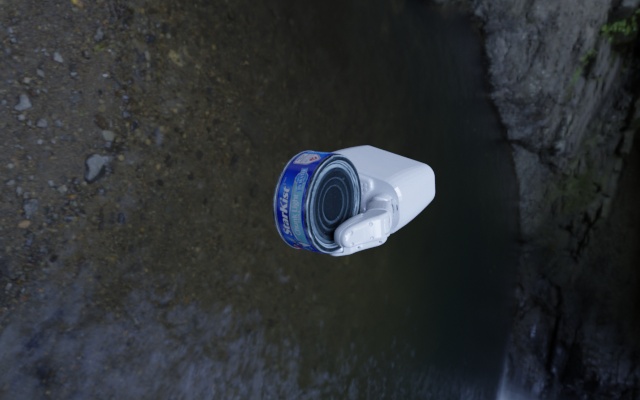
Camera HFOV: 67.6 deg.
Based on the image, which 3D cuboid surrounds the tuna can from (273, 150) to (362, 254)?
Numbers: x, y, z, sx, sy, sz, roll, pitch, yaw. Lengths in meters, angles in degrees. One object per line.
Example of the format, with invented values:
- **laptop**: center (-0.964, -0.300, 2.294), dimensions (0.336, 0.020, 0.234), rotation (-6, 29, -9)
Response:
- **tuna can**: center (0.000, 0.001, 0.404), dimensions (0.034, 0.086, 0.086), rotation (8, 5, 35)
